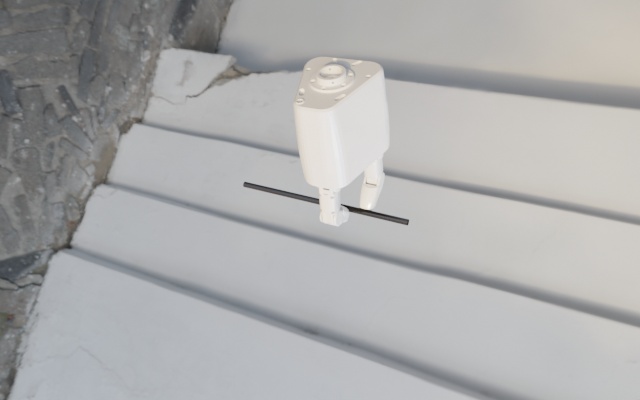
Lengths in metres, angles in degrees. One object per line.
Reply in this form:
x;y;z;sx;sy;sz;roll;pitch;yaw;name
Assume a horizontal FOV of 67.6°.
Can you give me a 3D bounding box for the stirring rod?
0.000;0.002;0.636;0.239;0.011;0.011;13;5;22;stirring rod
